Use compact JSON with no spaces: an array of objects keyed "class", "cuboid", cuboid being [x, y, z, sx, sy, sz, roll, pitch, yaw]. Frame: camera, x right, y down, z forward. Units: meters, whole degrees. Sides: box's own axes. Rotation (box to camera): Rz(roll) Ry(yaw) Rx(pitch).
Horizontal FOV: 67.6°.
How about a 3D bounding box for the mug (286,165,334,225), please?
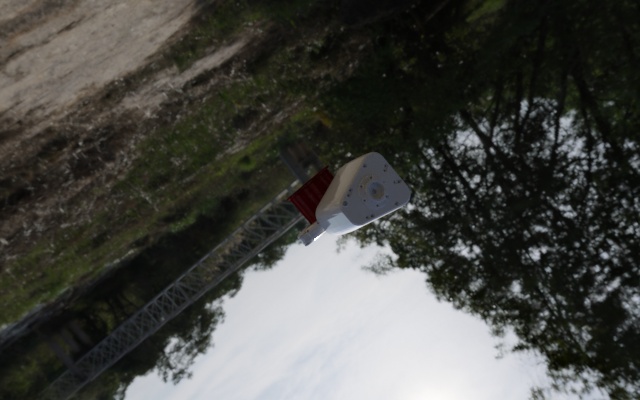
[{"class":"mug","cuboid":[0.000,0.003,0.817,0.093,0.081,0.117,-41,4,-19]}]
